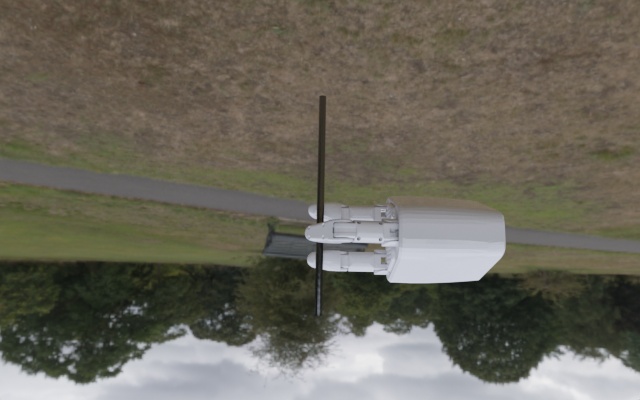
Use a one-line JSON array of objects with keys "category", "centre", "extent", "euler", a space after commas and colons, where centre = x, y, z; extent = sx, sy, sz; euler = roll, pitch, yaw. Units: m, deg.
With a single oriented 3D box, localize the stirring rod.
[{"category": "stirring rod", "centre": [0.000, 0.002, 0.518], "extent": [0.011, 0.239, 0.011], "euler": [1, -9, 0]}]
